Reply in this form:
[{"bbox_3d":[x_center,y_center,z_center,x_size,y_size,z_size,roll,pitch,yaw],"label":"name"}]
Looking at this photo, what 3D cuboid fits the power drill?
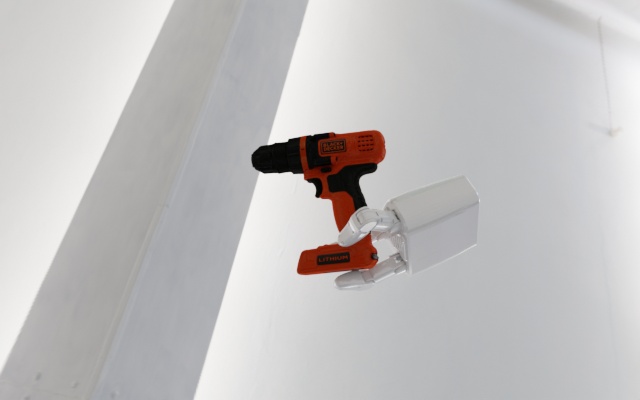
[{"bbox_3d":[0.000,0.002,0.631,0.184,0.187,0.057,-6,-10,11],"label":"power drill"}]
